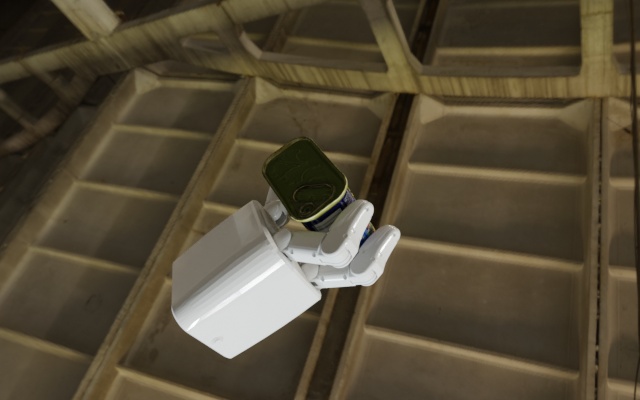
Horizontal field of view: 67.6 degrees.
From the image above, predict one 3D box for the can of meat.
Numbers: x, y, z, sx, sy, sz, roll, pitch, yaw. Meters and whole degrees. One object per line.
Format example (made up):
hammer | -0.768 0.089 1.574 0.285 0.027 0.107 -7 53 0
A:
can of meat | 0.000 0.002 0.453 0.102 0.057 0.084 51 -2 46
